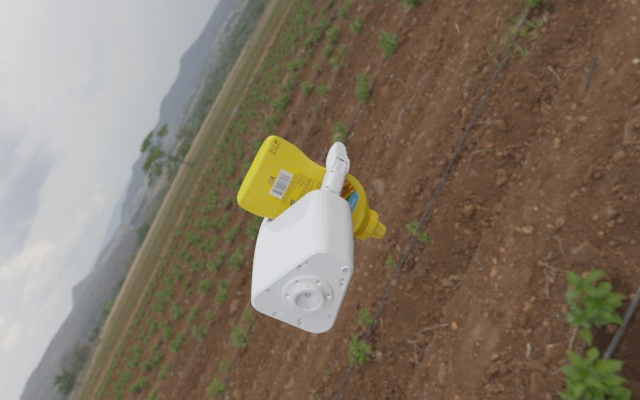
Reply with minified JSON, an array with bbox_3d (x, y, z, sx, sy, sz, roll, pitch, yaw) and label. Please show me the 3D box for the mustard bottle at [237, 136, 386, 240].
[{"bbox_3d":[0.000,0.002,0.601,0.191,0.096,0.058,26,3,-16],"label":"mustard bottle"}]
